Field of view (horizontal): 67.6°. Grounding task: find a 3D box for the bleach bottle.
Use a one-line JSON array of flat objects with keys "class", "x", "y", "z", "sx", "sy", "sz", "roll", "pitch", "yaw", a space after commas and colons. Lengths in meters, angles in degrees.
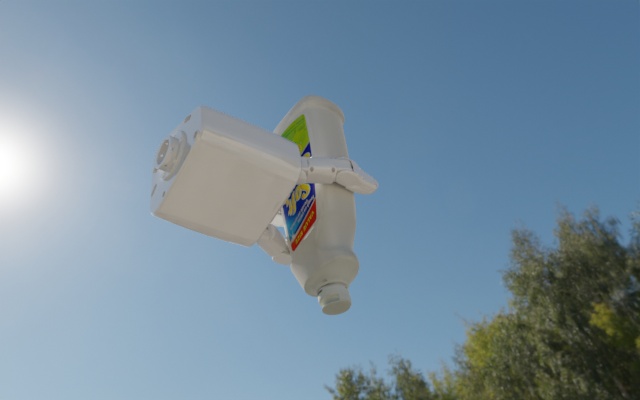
[{"class": "bleach bottle", "x": 0.000, "y": 0.002, "z": 0.525, "sx": 0.068, "sy": 0.250, "sz": 0.103, "roll": 21, "pitch": -49, "yaw": -34}]
